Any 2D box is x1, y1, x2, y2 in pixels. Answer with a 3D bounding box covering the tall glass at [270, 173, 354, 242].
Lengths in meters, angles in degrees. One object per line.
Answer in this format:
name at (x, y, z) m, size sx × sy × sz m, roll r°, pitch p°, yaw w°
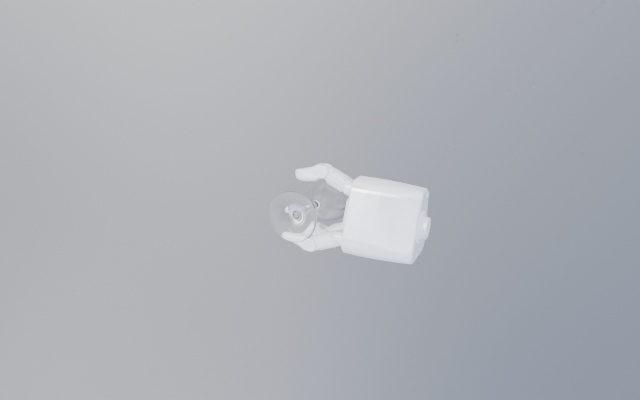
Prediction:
tall glass at (0.000, 0.003, 0.762) m, size 0.079 × 0.079 × 0.201 m, roll 0°, pitch 12°, yaw 24°
